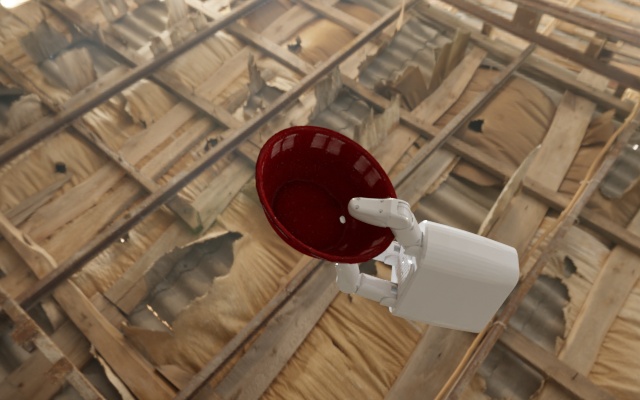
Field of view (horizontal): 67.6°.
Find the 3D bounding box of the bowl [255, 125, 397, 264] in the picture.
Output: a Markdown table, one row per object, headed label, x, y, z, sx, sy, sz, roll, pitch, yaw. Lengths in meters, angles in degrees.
| label | x | y | z | sx | sy | sz | roll | pitch | yaw |
| --- | --- | --- | --- | --- | --- | --- | --- | --- | --- |
| bowl | -0.001 | 0.001 | 0.498 | 0.162 | 0.162 | 0.055 | 0 | -30 | -30 |
